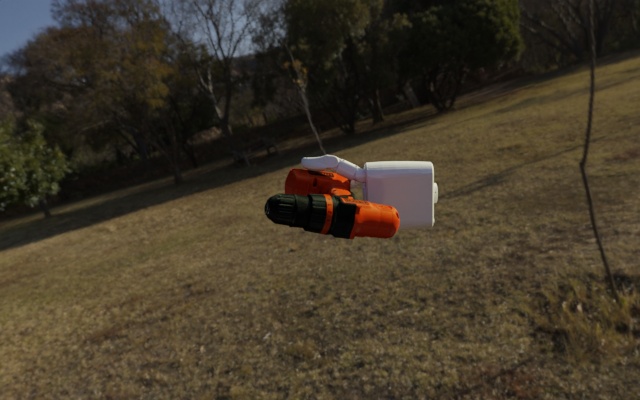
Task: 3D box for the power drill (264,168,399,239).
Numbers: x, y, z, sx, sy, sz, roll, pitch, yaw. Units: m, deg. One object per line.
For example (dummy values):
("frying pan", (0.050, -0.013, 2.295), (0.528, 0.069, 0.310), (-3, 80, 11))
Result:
("power drill", (0.000, 0.002, 0.695), (0.184, 0.057, 0.187), (9, 15, -17))
